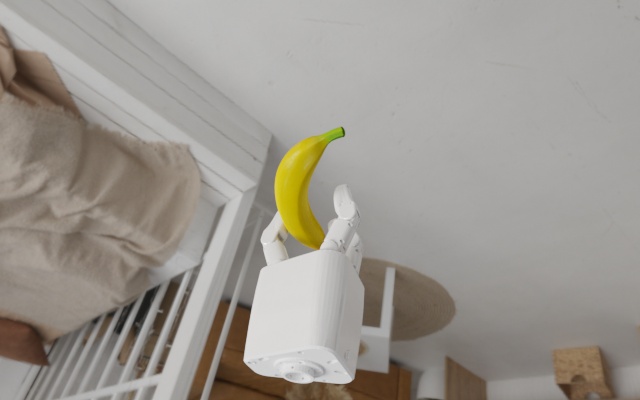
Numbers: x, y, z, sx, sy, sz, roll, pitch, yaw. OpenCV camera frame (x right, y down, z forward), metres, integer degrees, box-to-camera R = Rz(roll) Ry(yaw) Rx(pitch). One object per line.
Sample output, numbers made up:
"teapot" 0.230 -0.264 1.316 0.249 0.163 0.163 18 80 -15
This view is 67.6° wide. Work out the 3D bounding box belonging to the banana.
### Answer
"banana" -0.018 -0.003 0.546 0.069 0.037 0.198 7 -41 -2
